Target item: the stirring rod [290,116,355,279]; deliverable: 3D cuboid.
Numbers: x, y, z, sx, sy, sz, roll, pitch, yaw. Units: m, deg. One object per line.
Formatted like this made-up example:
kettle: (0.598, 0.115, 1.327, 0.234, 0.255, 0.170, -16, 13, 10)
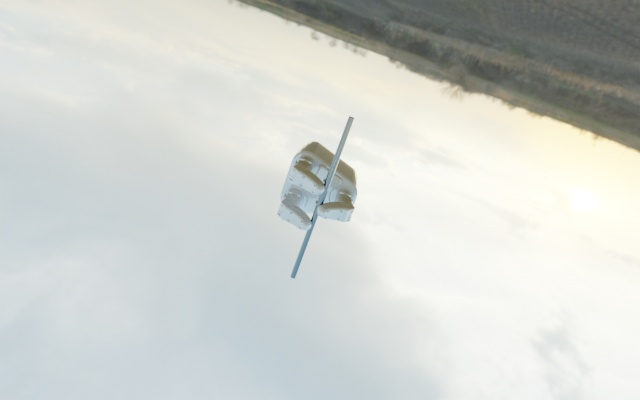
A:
stirring rod: (0.000, 0.002, 0.640, 0.011, 0.240, 0.011, 18, 19, -6)
